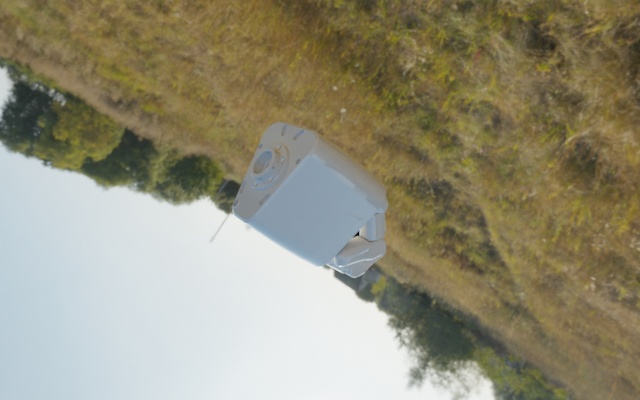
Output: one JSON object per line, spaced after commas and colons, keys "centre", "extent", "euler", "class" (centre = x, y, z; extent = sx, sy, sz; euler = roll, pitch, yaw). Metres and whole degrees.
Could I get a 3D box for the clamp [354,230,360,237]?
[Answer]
{"centre": [0.000, 0.003, 0.582], "extent": [0.120, 0.039, 0.171], "euler": [35, -6, -38], "class": "clamp"}
